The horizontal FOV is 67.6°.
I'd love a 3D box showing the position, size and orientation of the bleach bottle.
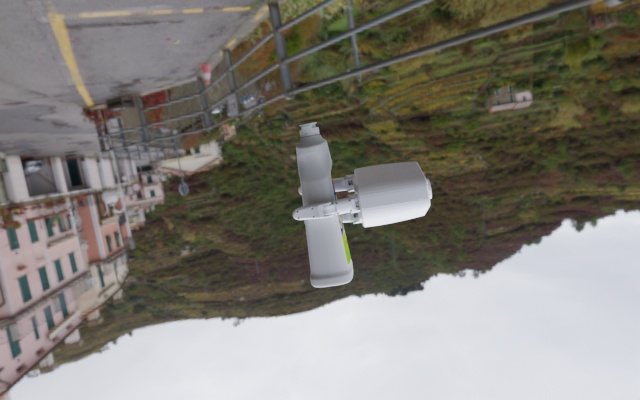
[{"bbox_3d":[0.000,0.003,0.760,0.068,0.251,0.102,-9,6,6],"label":"bleach bottle"}]
